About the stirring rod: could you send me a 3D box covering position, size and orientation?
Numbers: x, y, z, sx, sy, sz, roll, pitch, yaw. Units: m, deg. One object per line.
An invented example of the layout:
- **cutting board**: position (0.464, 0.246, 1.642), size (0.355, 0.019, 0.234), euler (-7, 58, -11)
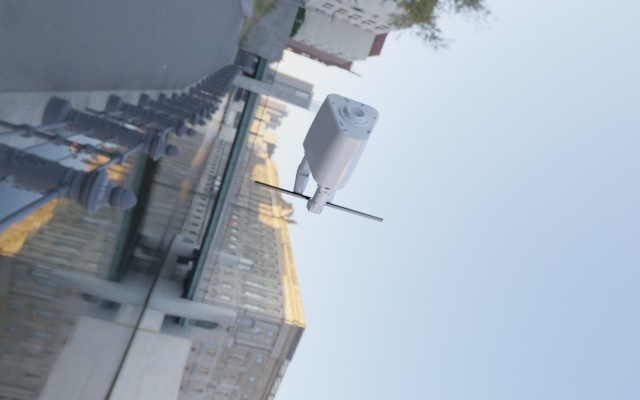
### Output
- **stirring rod**: position (0.000, 0.003, 0.841), size (0.239, 0.011, 0.011), euler (17, -4, -13)
